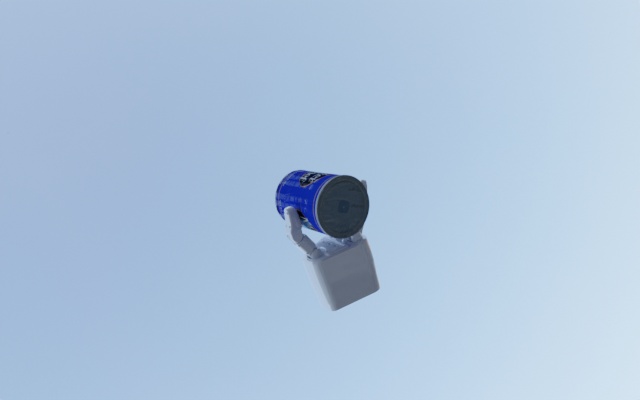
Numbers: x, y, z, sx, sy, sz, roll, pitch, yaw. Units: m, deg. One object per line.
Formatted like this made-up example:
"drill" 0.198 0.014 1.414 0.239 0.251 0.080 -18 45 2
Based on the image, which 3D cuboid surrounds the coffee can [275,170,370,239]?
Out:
"coffee can" 0.000 0.003 0.813 0.103 0.103 0.140 0 7 -33
